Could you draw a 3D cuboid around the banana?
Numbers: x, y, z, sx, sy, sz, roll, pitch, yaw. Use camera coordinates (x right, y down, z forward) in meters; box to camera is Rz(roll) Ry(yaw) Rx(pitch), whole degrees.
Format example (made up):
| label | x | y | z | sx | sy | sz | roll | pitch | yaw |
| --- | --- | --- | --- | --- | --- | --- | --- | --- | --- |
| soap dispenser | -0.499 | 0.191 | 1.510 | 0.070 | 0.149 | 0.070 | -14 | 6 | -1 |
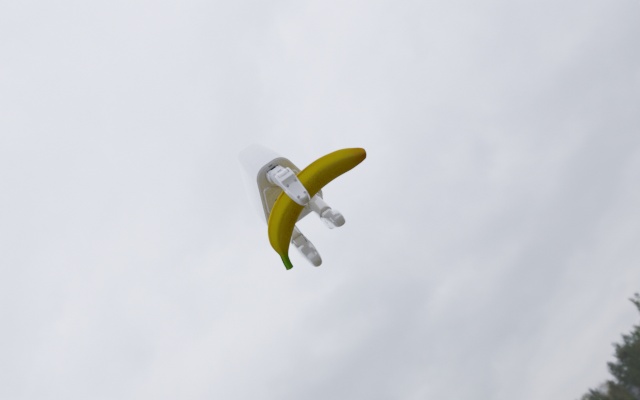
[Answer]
| label | x | y | z | sx | sy | sz | roll | pitch | yaw |
| --- | --- | --- | --- | --- | --- | --- | --- | --- | --- |
| banana | -0.016 | -0.005 | 0.652 | 0.070 | 0.198 | 0.037 | 35 | -2 | -21 |
